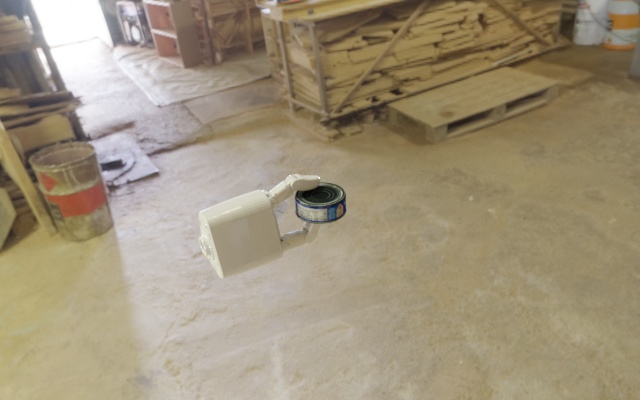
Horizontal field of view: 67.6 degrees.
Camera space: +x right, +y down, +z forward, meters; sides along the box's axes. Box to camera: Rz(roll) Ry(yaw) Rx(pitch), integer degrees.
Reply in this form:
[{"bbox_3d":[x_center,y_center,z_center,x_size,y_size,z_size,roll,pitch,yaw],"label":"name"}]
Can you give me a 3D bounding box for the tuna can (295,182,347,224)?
[{"bbox_3d":[0.000,0.002,0.790,0.086,0.034,0.086,-2,29,1],"label":"tuna can"}]
